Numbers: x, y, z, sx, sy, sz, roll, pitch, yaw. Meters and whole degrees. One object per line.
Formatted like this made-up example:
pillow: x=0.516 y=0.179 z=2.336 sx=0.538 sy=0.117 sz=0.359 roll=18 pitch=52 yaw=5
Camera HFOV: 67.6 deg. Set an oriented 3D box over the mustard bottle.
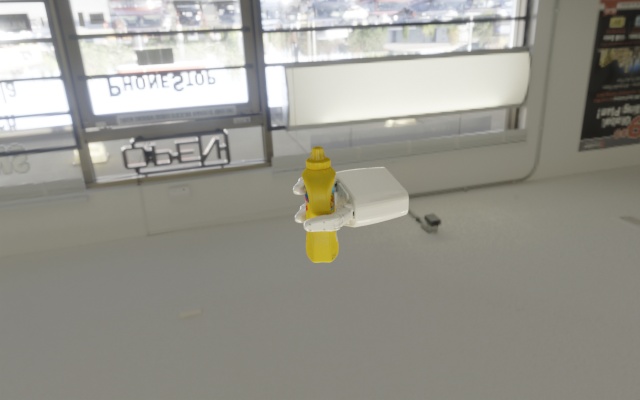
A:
mustard bottle: x=0.000 y=0.003 z=0.817 sx=0.058 sy=0.192 sz=0.096 roll=-1 pitch=20 yaw=3
